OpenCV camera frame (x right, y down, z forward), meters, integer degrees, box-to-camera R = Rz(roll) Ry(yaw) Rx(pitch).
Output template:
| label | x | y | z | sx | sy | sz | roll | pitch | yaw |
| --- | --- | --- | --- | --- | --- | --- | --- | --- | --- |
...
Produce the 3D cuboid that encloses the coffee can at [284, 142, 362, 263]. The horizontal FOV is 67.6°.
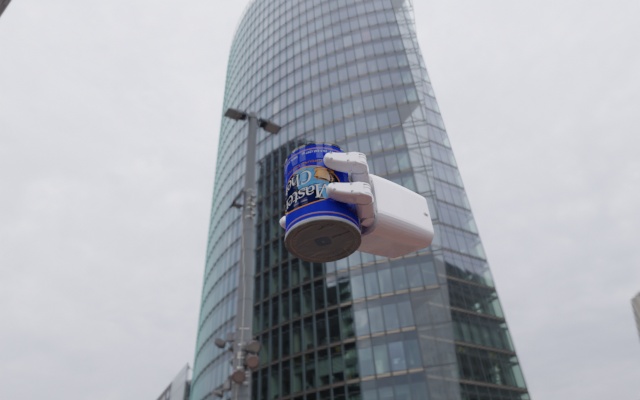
| label | x | y | z | sx | sy | sz | roll | pitch | yaw |
| --- | --- | --- | --- | --- | --- | --- | --- | --- | --- |
| coffee can | 0.000 | 0.002 | 0.678 | 0.103 | 0.140 | 0.103 | -2 | -39 | -2 |
